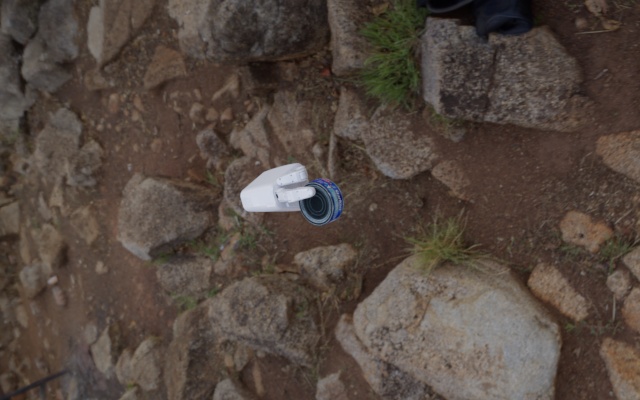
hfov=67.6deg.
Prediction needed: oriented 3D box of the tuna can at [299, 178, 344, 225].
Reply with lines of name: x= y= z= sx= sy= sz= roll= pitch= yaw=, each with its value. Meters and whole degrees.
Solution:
tuna can: x=0.000 y=0.003 z=0.899 sx=0.086 sy=0.086 sz=0.033 roll=0 pitch=14 yaw=39
